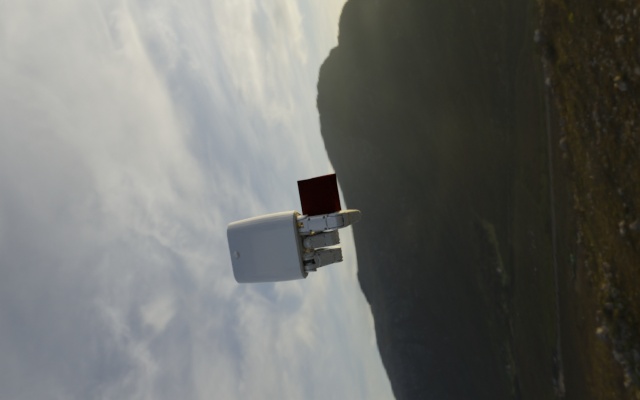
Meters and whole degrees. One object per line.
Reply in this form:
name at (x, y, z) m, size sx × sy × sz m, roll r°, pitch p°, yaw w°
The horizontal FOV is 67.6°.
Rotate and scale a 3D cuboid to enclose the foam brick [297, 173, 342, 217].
foam brick at (0.000, 0.002, 0.708) m, size 0.051 × 0.078 × 0.053 m, roll -8°, pitch 3°, yaw 12°
